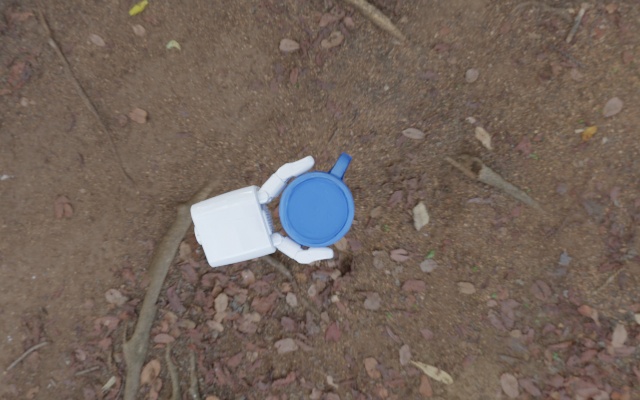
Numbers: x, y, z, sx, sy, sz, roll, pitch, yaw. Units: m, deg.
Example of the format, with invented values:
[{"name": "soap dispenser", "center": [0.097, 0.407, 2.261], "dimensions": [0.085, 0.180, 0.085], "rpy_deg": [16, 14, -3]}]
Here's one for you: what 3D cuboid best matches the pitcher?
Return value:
[{"name": "pitcher", "center": [0.000, 0.003, 0.790], "dimensions": [0.145, 0.149, 0.243], "rpy_deg": [-14, 1, 0]}]
